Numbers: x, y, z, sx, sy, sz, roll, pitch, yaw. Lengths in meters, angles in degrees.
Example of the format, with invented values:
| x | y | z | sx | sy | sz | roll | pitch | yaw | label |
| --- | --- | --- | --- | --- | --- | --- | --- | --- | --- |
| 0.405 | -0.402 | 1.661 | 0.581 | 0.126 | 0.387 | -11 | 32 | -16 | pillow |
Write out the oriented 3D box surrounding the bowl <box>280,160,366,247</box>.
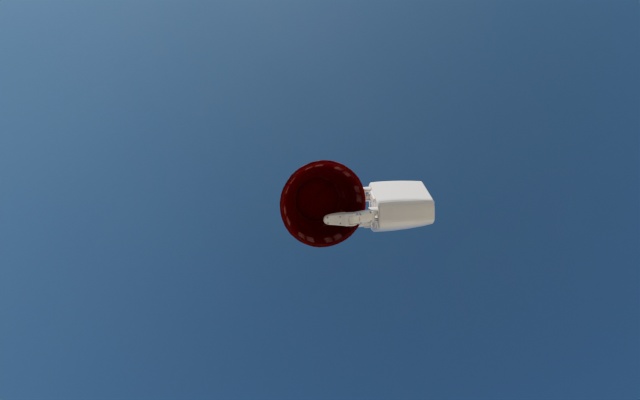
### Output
| x | y | z | sx | sy | sz | roll | pitch | yaw | label |
| --- | --- | --- | --- | --- | --- | --- | --- | --- | --- |
| -0.001 | 0.003 | 0.892 | 0.162 | 0.162 | 0.055 | 0 | 10 | -14 | bowl |
